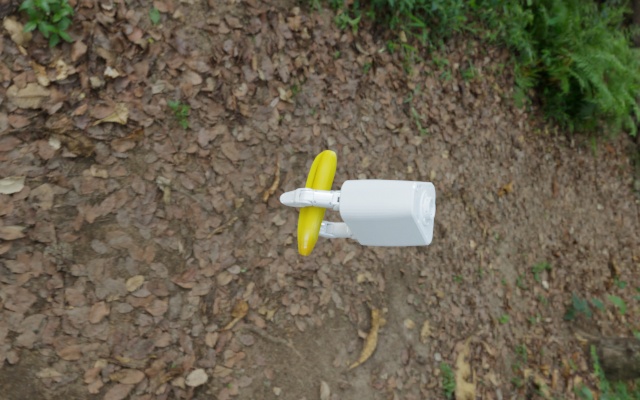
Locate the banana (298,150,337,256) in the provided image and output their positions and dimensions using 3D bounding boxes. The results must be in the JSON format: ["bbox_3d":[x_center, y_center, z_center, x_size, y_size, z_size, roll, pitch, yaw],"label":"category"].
[{"bbox_3d":[-0.002,-0.012,0.734,0.037,0.197,0.070,6,-37,14],"label":"banana"}]
